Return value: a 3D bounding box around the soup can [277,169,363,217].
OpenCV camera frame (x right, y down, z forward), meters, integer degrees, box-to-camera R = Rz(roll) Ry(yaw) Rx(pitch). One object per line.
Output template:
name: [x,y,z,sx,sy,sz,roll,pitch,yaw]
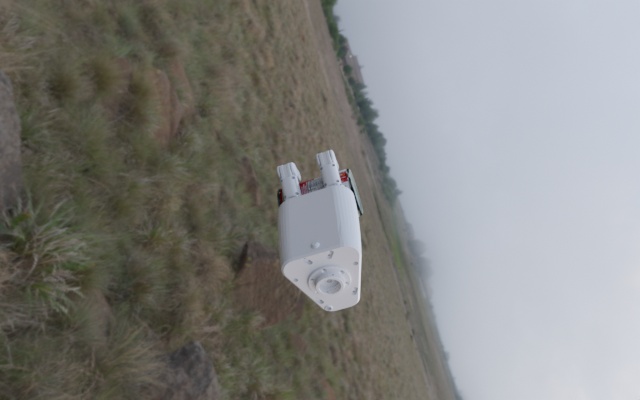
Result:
soup can: [0.000,0.002,0.651,0.102,0.068,0.068,-17,-3,8]
